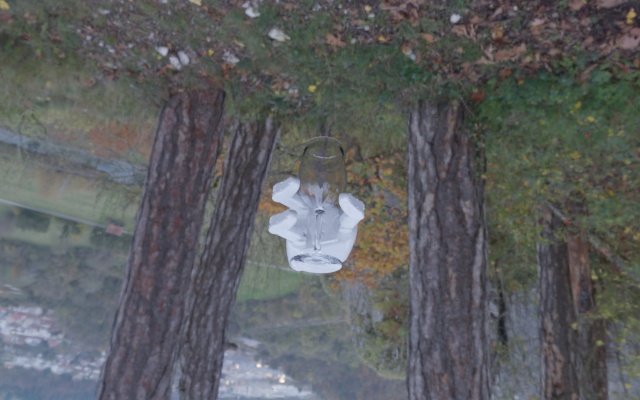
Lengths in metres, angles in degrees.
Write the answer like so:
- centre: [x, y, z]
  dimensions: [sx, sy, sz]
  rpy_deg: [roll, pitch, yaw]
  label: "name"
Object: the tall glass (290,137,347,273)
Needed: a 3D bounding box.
- centre: [0.000, 0.003, 0.721]
  dimensions: [0.079, 0.201, 0.079]
  rpy_deg: [3, -28, 2]
  label: "tall glass"
